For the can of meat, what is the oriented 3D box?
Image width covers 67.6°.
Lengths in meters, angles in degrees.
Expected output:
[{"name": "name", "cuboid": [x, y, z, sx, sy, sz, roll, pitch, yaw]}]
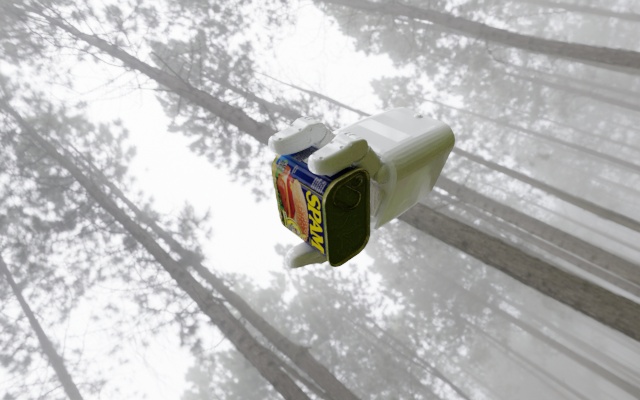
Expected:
[{"name": "can of meat", "cuboid": [0.000, 0.002, 0.473, 0.057, 0.102, 0.084, -30, 44, -30]}]
